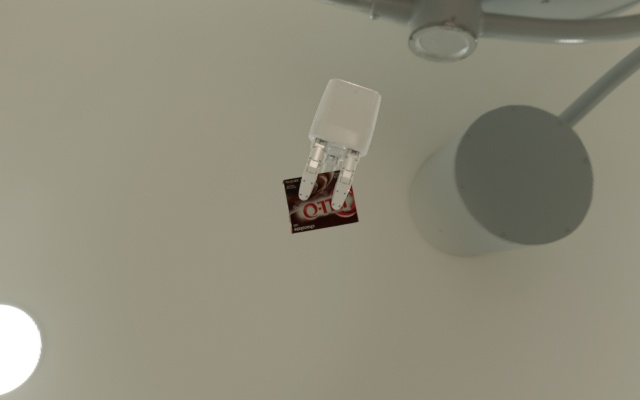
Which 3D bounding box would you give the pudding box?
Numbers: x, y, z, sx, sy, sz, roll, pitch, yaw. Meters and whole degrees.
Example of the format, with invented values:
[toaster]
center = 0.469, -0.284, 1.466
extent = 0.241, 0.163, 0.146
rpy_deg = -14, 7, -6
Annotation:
[pudding box]
center = 0.000, 0.003, 0.787
extent = 0.113, 0.090, 0.039
rpy_deg = -10, -6, -4
